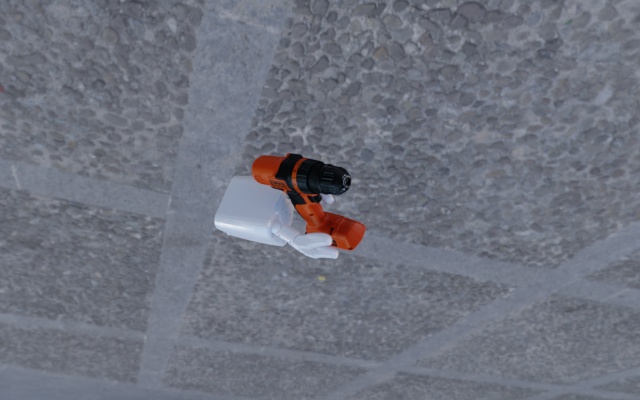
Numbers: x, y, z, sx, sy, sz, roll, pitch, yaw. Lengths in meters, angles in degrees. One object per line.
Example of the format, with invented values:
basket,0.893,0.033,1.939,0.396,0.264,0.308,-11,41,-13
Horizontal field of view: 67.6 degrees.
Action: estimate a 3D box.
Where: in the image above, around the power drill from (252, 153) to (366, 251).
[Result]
power drill,0.000,0.003,0.747,0.184,0.057,0.188,13,-31,41
